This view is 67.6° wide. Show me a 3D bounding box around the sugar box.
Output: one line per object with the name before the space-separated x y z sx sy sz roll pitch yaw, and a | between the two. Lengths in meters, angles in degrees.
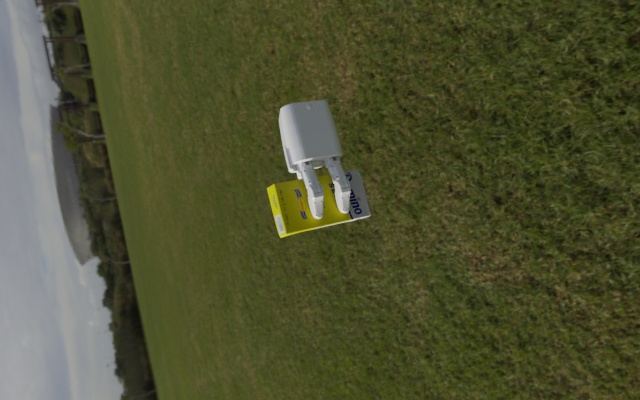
sugar box | 0.000 0.003 0.864 0.176 0.093 0.048 -12 -5 -25
